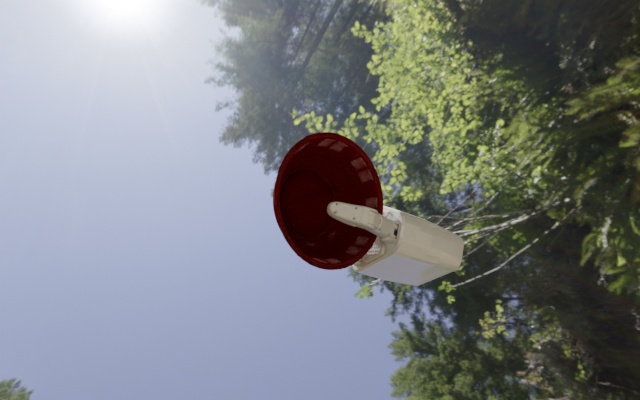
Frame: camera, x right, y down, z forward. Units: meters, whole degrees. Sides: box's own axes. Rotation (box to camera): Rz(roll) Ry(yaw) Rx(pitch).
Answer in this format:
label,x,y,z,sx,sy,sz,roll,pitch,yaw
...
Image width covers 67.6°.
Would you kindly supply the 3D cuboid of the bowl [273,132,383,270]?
label,x,y,z,sx,sy,sz,roll,pitch,yaw
bowl,-0.001,0.001,0.578,0.162,0.162,0.055,0,-4,-37
